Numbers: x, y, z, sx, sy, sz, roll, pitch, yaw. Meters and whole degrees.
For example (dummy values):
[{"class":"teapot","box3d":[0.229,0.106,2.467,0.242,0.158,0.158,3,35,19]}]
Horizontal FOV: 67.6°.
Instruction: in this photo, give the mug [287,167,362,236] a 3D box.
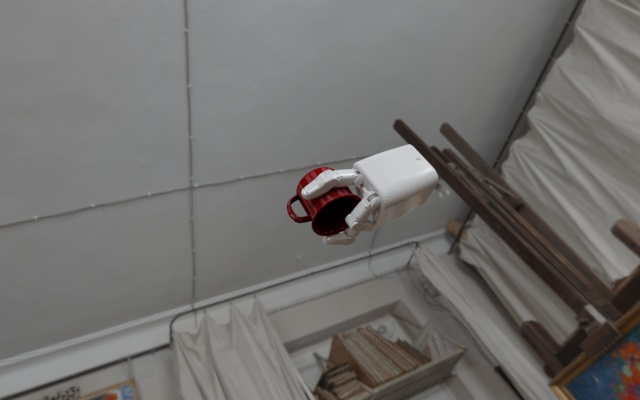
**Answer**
[{"class":"mug","box3d":[-0.001,0.003,0.790,0.117,0.081,0.093,-20,-39,-16]}]
